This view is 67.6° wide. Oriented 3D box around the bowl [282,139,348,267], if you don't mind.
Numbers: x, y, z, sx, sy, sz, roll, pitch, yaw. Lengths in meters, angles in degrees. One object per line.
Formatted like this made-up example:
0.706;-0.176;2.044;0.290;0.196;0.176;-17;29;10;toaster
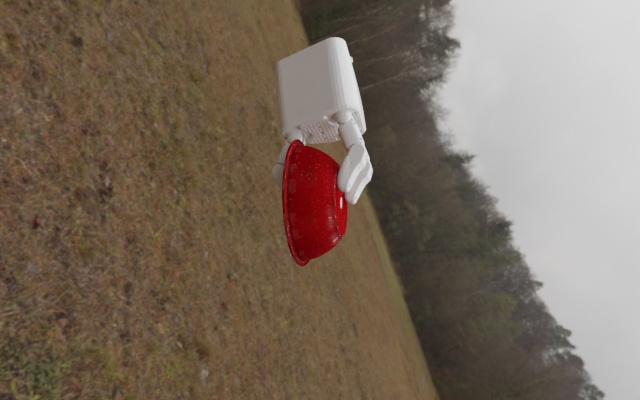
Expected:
0.001;0.003;0.603;0.055;0.162;0.162;-2;-1;12;bowl
